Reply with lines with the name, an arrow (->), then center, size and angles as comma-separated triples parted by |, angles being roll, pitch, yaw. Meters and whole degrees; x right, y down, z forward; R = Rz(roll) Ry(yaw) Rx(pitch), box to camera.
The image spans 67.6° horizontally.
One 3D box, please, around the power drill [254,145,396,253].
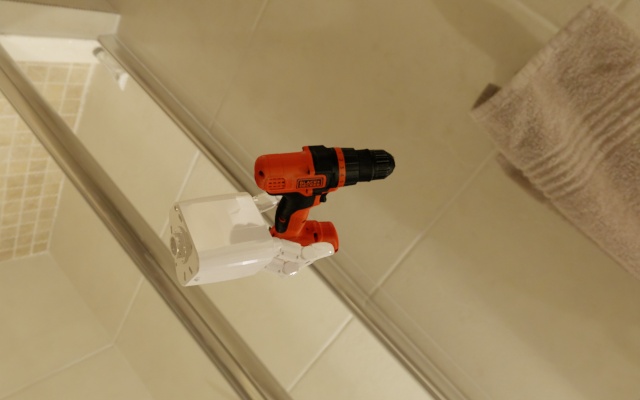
power drill -> 0.000, 0.003, 0.663 | 0.184, 0.057, 0.188 | -3, -42, -11
